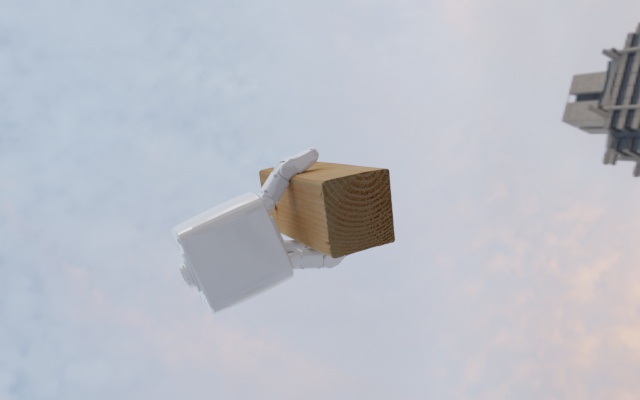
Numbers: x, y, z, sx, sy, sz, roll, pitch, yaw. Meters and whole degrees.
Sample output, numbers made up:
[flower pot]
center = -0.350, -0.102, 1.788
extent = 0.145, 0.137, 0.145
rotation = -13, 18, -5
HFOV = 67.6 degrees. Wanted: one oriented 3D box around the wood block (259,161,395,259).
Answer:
[wood block]
center = 0.000, 0.002, 0.628
extent = 0.090, 0.091, 0.206
rotation = -12, 12, -25
